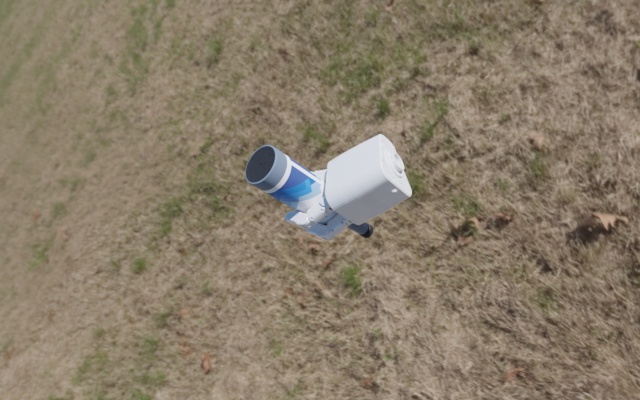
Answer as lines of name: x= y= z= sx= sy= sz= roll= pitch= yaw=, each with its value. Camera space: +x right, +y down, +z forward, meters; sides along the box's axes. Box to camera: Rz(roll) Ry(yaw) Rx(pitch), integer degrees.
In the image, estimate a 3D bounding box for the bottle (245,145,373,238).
bottle: x=0.000 y=0.003 z=0.821 sx=0.069 sy=0.069 sz=0.296 roll=0 pitch=-23 yaw=42
